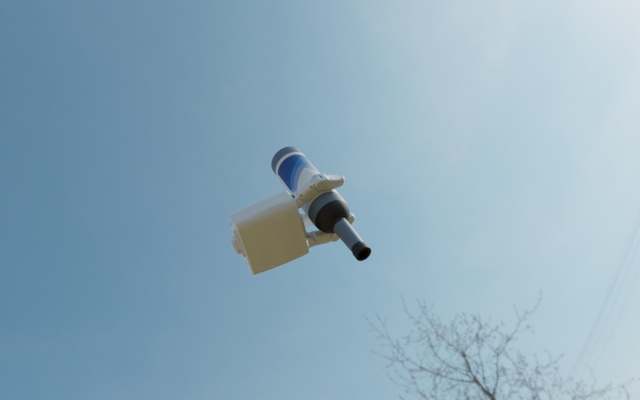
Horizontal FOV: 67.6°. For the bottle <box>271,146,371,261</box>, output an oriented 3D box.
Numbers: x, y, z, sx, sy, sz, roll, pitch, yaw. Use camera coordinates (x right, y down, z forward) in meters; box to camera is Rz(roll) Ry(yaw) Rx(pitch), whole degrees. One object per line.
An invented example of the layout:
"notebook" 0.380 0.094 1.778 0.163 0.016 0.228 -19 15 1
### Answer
"bottle" 0.000 0.003 0.834 0.069 0.069 0.295 0 33 -33
